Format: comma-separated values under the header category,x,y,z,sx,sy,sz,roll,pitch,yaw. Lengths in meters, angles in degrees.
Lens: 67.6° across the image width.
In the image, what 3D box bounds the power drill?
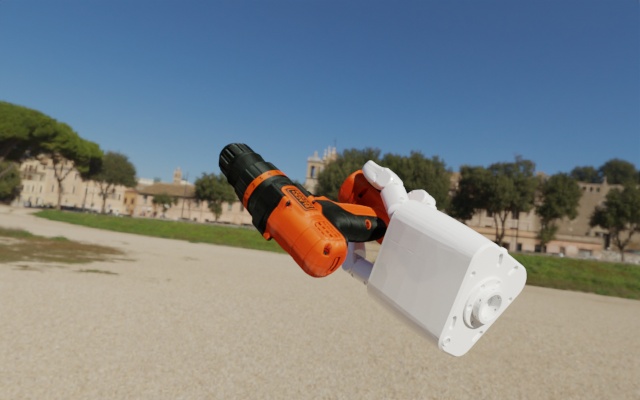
category,x,y,z,sx,sy,sz,roll,pitch,yaw
power drill,0.001,0.002,0.516,0.187,0.057,0.184,-3,41,-48
